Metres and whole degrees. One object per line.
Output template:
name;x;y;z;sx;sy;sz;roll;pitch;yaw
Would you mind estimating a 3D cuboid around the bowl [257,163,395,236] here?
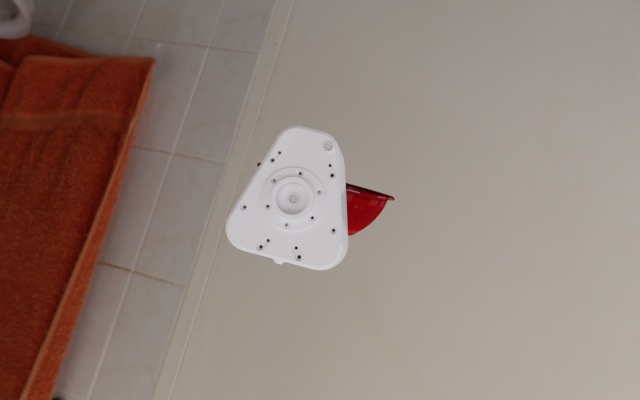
bowl;0.000;0.002;0.551;0.162;0.055;0.162;14;5;-1
